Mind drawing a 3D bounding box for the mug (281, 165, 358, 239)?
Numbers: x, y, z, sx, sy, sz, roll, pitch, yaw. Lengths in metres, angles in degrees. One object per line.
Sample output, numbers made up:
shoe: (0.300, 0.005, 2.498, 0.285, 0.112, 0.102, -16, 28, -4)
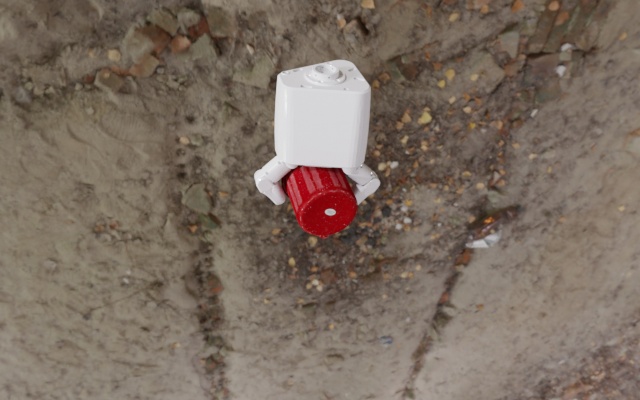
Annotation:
mug: (0.000, 0.003, 0.648, 0.093, 0.117, 0.081, -8, 41, -13)
